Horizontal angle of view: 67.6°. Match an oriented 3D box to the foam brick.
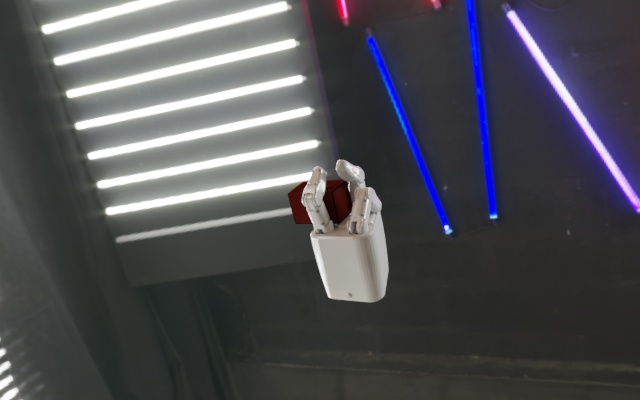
[{"bbox_3d":[0.000,0.002,0.710,0.078,0.051,0.053,-1,22,31],"label":"foam brick"}]
